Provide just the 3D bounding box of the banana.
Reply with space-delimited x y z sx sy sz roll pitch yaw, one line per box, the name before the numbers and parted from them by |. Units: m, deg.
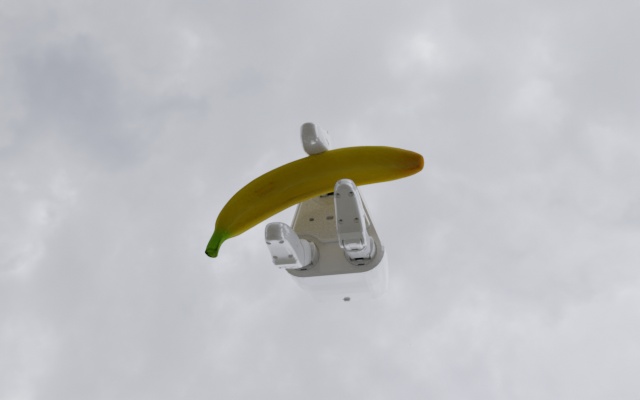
banana | -0.010 -0.010 0.418 0.198 0.069 0.037 -24 -40 -5
